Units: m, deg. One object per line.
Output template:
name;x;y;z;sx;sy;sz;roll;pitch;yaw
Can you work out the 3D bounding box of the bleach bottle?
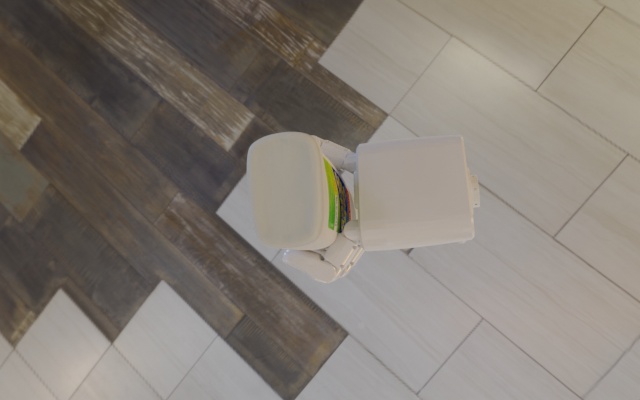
bleach bottle;0.000;0.002;0.518;0.068;0.102;0.251;-5;-5;14
